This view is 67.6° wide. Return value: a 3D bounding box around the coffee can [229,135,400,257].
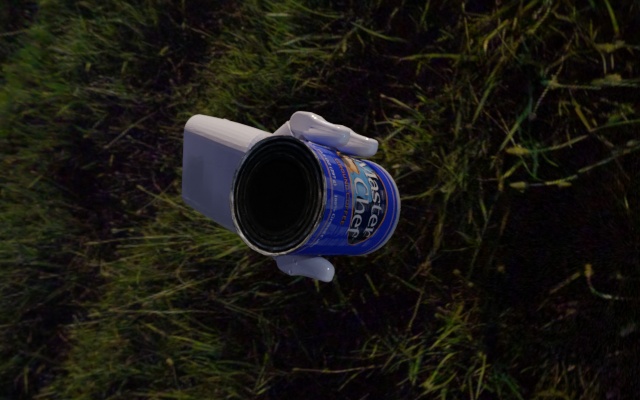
[{"bbox_3d":[0.000,0.002,0.453,0.103,0.103,0.140,0,-5,34],"label":"coffee can"}]
